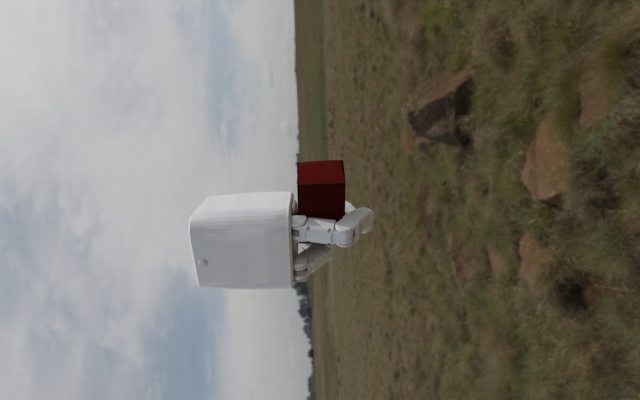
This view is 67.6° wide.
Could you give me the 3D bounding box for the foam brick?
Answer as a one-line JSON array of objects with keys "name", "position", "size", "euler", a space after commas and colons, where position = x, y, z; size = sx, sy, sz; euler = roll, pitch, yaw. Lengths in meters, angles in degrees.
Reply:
[{"name": "foam brick", "position": [0.000, 0.001, 0.523], "size": [0.051, 0.078, 0.053], "euler": [-1, 31, -1]}]
